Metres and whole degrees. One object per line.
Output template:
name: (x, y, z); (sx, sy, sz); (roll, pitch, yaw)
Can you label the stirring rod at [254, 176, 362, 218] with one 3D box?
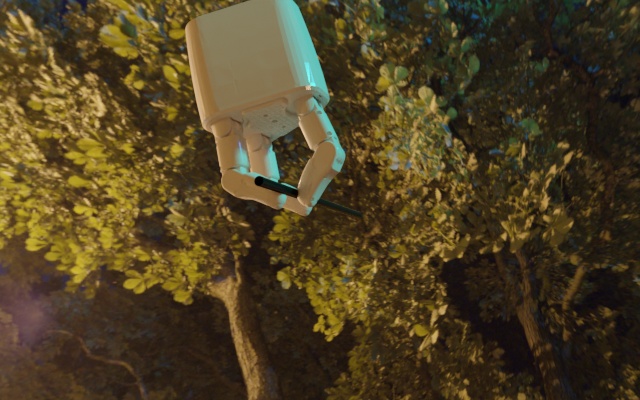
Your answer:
stirring rod: (0.000, 0.001, 0.471); (0.011, 0.011, 0.239); (0, -8, 23)
